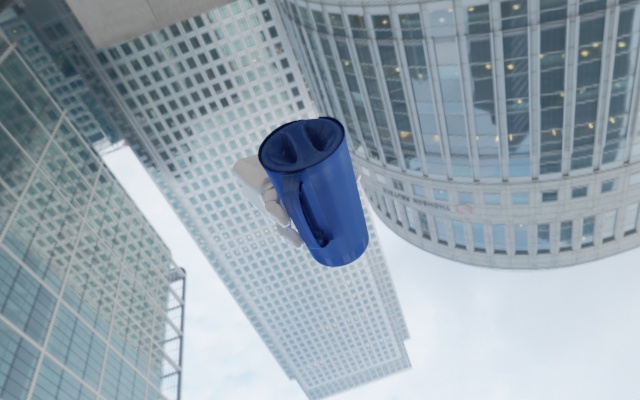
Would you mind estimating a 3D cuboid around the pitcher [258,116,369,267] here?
[{"bbox_3d":[0.000,0.002,0.763,0.149,0.243,0.145,-37,42,-17],"label":"pitcher"}]
